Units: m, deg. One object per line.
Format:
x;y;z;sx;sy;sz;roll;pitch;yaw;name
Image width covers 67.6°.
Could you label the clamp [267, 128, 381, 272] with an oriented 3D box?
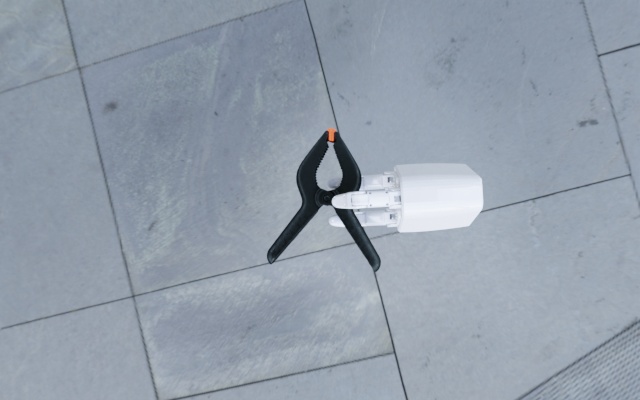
0.000;0.002;0.692;0.164;0.210;0.036;-3;-1;2;clamp
